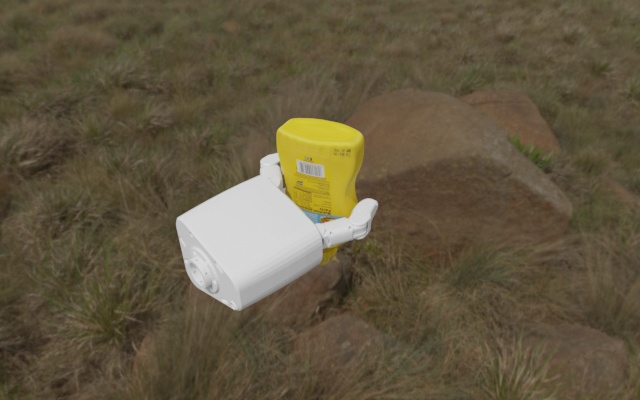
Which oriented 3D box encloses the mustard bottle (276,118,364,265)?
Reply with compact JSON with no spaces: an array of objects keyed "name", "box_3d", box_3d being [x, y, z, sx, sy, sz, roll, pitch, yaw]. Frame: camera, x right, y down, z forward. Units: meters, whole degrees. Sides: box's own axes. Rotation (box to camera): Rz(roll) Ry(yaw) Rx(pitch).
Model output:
[{"name":"mustard bottle","box_3d":[0.000,0.001,0.569,0.096,0.192,0.058,13,37,19]}]
